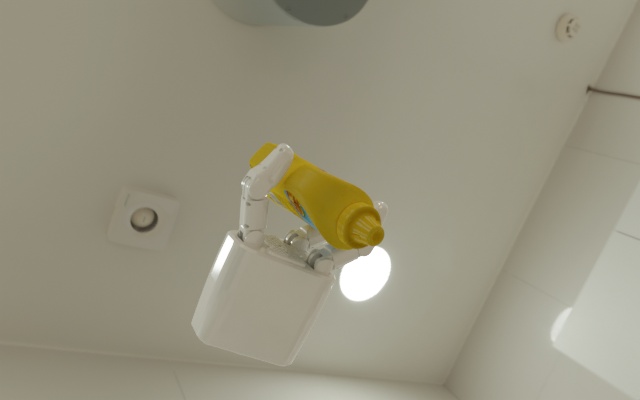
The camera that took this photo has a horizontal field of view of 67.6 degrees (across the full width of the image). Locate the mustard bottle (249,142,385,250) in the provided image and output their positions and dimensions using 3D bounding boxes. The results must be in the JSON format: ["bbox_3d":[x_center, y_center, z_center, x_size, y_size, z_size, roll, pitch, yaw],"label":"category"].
[{"bbox_3d":[0.000,0.001,0.479,0.096,0.058,0.191,49,-9,-34],"label":"mustard bottle"}]
